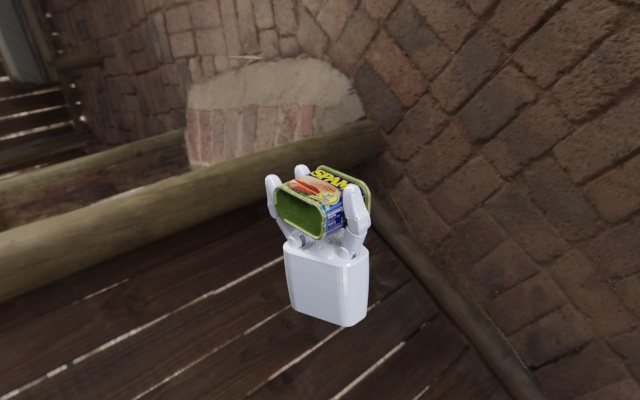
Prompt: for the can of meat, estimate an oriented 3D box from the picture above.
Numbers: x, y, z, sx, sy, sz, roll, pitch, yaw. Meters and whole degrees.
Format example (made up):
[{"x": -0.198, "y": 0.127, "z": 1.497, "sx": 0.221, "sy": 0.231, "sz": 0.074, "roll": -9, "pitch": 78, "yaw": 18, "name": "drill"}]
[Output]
[{"x": 0.000, "y": 0.002, "z": 0.629, "sx": 0.084, "sy": 0.057, "sz": 0.102, "roll": -25, "pitch": 37, "yaw": -37, "name": "can of meat"}]
